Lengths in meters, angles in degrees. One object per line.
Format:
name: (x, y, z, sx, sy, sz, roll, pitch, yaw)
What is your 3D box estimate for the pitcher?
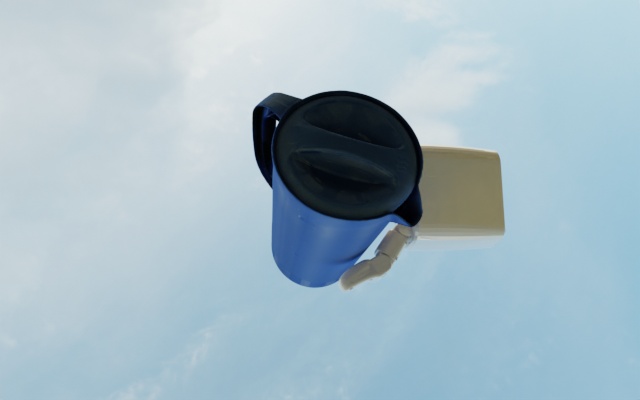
pitcher: (0.000, 0.002, 0.512, 0.145, 0.149, 0.243, -1, -27, -10)
